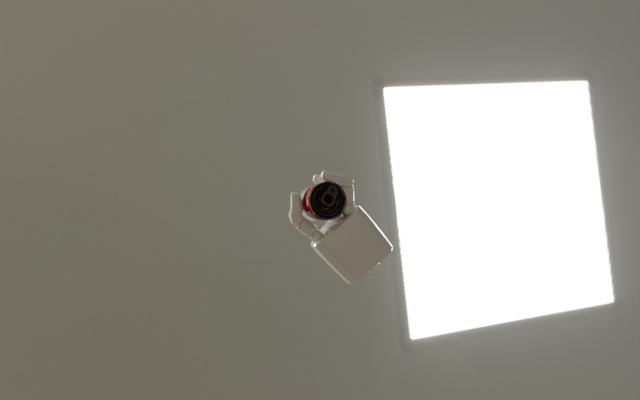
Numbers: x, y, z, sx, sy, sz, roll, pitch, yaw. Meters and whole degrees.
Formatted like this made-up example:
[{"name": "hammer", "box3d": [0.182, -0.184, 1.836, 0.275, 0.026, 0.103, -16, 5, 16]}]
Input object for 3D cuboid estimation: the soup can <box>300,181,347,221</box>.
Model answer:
[{"name": "soup can", "box3d": [0.000, 0.003, 0.879, 0.068, 0.068, 0.102, 0, -3, -16]}]
